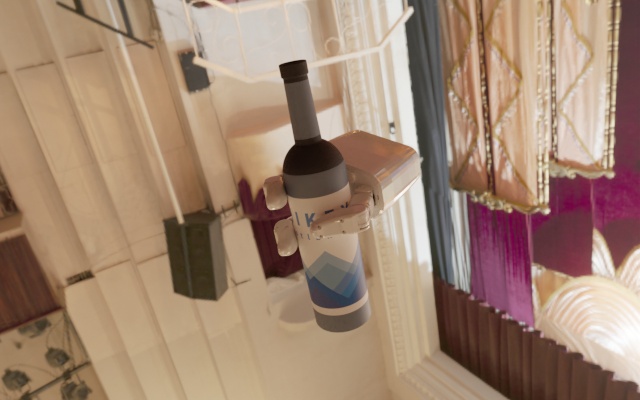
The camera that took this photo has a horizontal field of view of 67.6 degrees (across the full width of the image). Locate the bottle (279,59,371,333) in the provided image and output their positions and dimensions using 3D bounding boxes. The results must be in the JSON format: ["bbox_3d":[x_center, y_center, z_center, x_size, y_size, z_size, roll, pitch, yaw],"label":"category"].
[{"bbox_3d":[0.000,0.002,0.511,0.069,0.296,0.069,-10,22,4],"label":"bottle"}]
